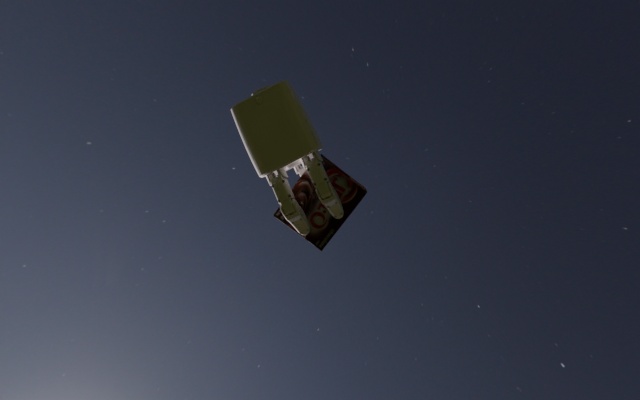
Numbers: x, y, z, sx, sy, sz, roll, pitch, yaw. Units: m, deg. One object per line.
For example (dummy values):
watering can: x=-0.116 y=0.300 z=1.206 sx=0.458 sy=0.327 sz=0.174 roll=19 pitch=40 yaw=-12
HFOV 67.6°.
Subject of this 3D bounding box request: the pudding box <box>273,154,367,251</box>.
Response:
pudding box: x=0.000 y=0.002 z=0.700 sx=0.090 sy=0.113 sz=0.039 roll=37 pitch=11 yaw=-1
